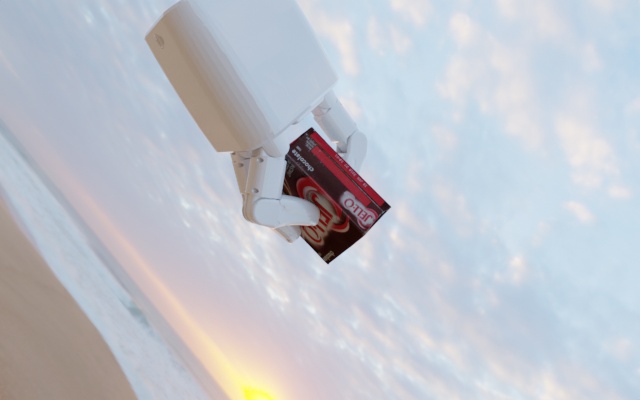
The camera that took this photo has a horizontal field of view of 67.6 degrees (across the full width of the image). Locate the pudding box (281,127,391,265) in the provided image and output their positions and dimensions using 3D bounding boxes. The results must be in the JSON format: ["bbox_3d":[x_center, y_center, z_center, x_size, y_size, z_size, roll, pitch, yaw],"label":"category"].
[{"bbox_3d":[0.000,0.001,0.407,0.039,0.090,0.113,-42,-5,-21],"label":"pudding box"}]
